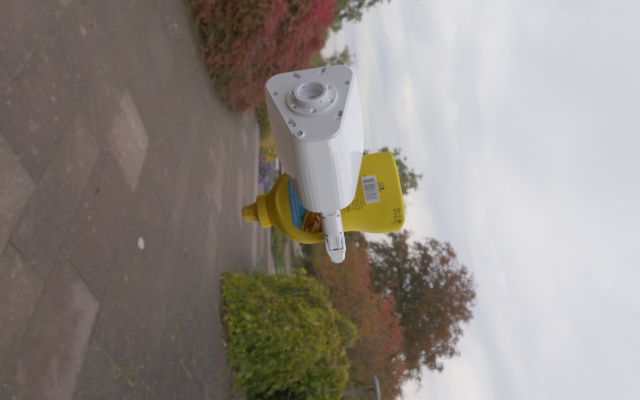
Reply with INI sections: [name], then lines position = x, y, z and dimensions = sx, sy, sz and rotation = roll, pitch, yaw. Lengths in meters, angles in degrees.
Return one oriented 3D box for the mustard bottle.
[mustard bottle]
position = 0.000, 0.002, 0.579
dimensions = 0.191, 0.096, 0.058
rotation = -9, -13, 2
